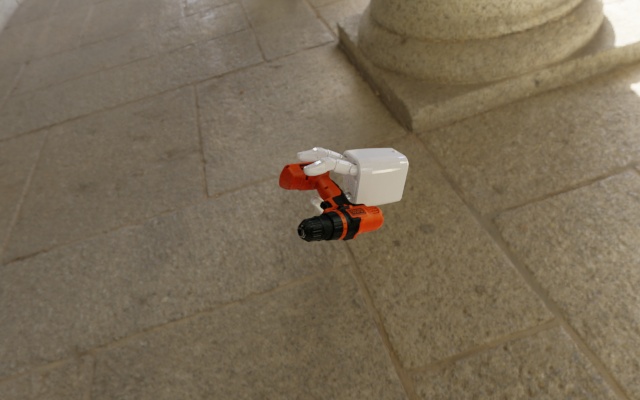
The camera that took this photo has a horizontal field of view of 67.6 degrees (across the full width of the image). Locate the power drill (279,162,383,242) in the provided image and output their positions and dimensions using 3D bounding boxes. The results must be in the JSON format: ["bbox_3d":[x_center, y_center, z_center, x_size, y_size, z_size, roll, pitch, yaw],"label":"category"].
[{"bbox_3d":[0.000,0.003,0.887,0.184,0.057,0.187,-6,42,-39],"label":"power drill"}]
